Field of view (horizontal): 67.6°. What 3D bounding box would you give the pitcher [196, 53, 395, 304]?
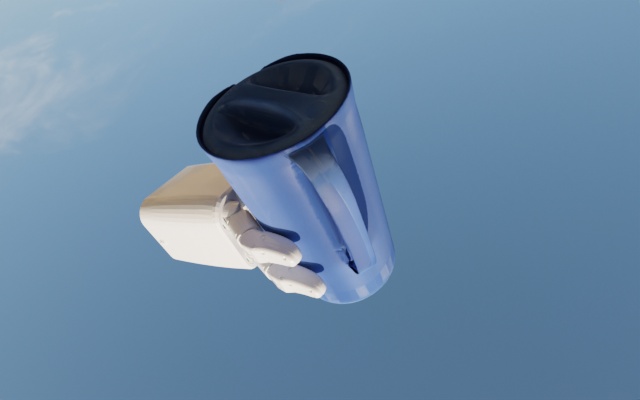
[{"bbox_3d":[0.000,0.001,0.453,0.145,0.149,0.243,0,-41,25],"label":"pitcher"}]
